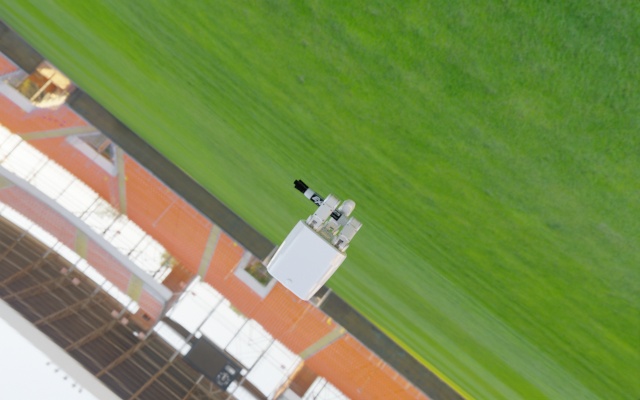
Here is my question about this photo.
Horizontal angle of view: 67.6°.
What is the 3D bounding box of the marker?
[{"bbox_3d":[0.000,0.003,0.863,0.121,0.020,0.020,38,3,4],"label":"marker"}]
